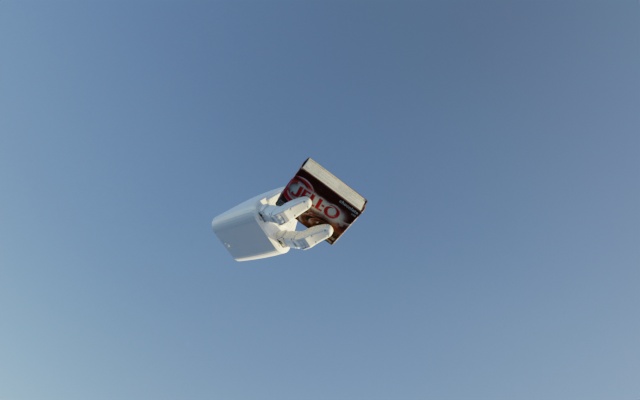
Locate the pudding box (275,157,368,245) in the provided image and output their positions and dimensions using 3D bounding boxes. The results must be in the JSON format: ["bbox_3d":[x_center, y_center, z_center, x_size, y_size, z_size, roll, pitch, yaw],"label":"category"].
[{"bbox_3d":[0.000,0.002,0.720,0.113,0.039,0.090,34,-48,-5],"label":"pudding box"}]
